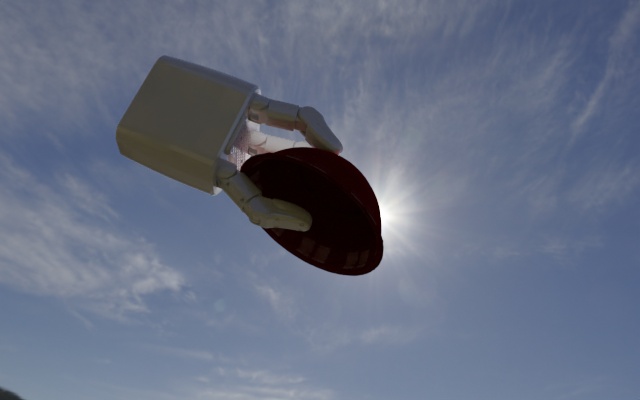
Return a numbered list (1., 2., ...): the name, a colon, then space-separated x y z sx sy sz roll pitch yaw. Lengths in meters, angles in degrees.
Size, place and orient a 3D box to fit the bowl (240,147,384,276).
1. bowl: 0.001 0.002 0.472 0.162 0.162 0.055 0 42 44
